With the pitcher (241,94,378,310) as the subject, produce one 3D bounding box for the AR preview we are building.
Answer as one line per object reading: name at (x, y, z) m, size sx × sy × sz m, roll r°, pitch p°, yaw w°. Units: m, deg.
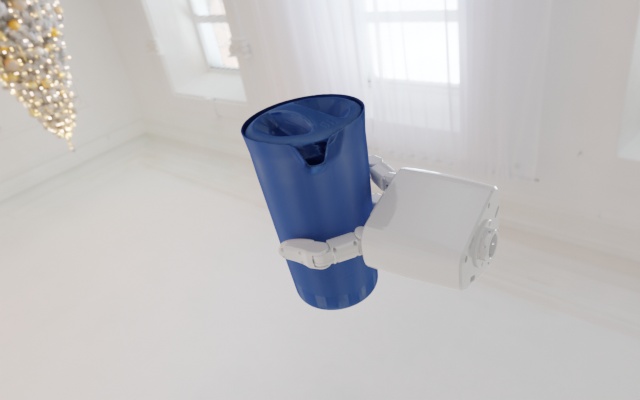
pitcher at (0.000, 0.002, 0.571) m, size 0.145 × 0.243 × 0.149 m, roll 12°, pitch 38°, yaw 34°
